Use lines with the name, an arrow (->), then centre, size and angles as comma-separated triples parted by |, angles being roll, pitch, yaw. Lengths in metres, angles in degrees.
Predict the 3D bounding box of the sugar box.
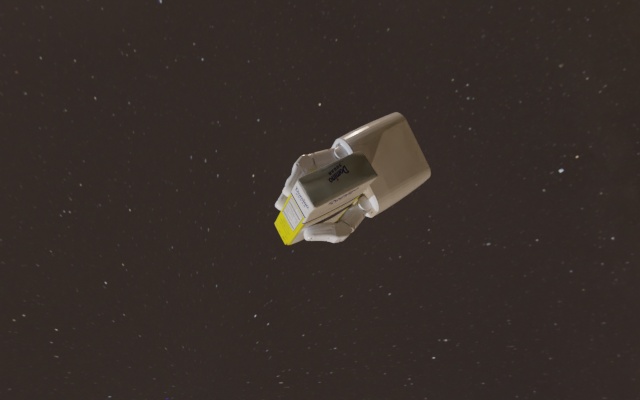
sugar box -> 0.000, 0.002, 0.622 | 0.093, 0.048, 0.176 | -26, -13, -22
